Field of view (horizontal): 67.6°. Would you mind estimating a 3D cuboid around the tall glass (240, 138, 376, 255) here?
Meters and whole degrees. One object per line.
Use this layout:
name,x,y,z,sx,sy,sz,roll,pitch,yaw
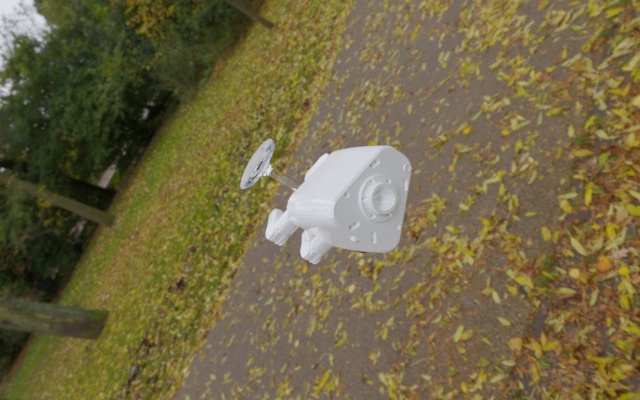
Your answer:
tall glass,0.000,0.002,0.625,0.201,0.079,0.079,31,-14,-24
